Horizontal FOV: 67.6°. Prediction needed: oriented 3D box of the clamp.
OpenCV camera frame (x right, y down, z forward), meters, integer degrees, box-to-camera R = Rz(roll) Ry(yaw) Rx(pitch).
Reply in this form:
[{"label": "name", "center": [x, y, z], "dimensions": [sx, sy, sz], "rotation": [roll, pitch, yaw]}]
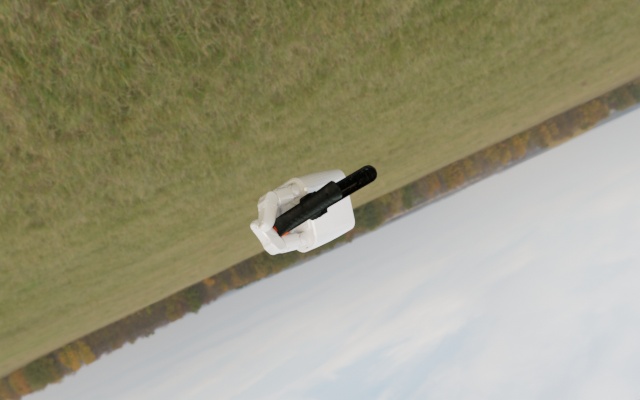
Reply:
[{"label": "clamp", "center": [0.000, 0.003, 0.665], "dimensions": [0.120, 0.039, 0.171], "rotation": [-19, -8, -47]}]
